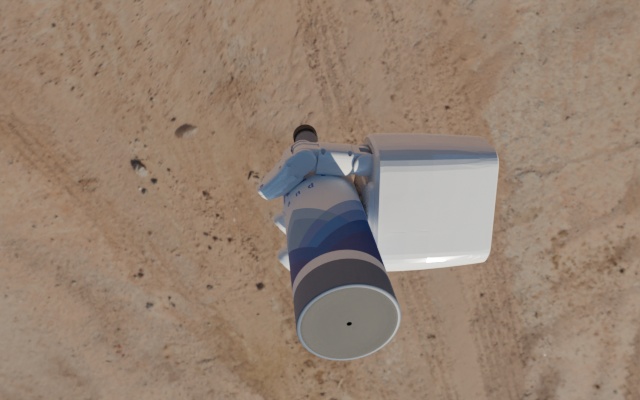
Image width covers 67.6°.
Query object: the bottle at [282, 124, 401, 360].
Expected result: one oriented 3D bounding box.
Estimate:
[{"bbox_3d":[0.000,0.001,0.421,0.069,0.069,0.295,0,31,-8],"label":"bottle"}]
